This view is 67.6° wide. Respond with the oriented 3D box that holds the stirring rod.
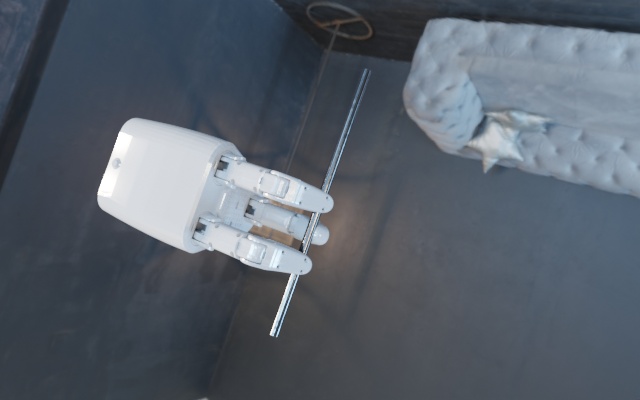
[{"bbox_3d":[0.000,0.001,0.410,0.011,0.239,0.011,19,-1,0],"label":"stirring rod"}]
